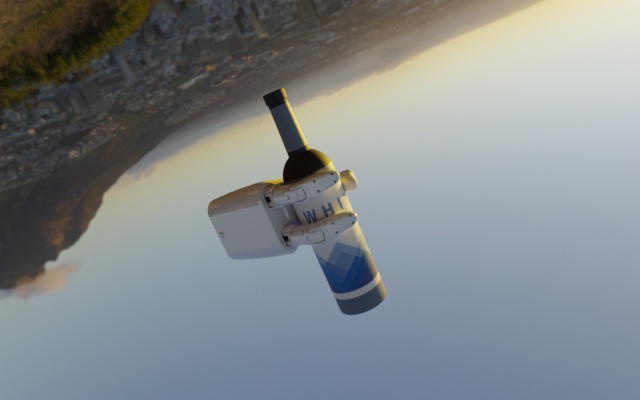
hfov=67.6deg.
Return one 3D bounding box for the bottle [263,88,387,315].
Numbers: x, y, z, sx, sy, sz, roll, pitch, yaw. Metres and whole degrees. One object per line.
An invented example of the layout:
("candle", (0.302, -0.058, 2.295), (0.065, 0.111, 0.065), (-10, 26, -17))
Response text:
("bottle", (0.000, 0.002, 0.603), (0.069, 0.296, 0.069), (-22, 13, 5))
